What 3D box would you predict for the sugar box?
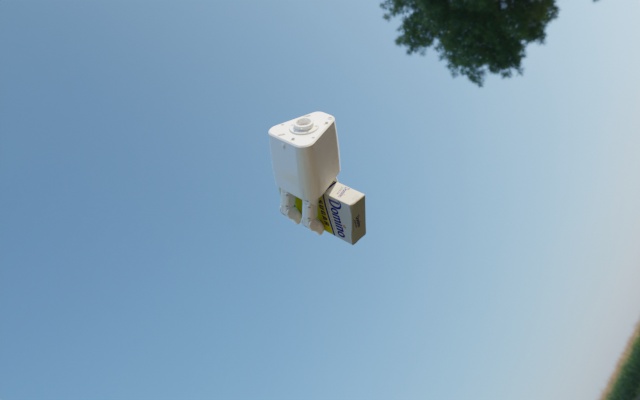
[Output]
[{"bbox_3d":[0.000,0.003,0.860,0.176,0.093,0.048,28,49,35],"label":"sugar box"}]
